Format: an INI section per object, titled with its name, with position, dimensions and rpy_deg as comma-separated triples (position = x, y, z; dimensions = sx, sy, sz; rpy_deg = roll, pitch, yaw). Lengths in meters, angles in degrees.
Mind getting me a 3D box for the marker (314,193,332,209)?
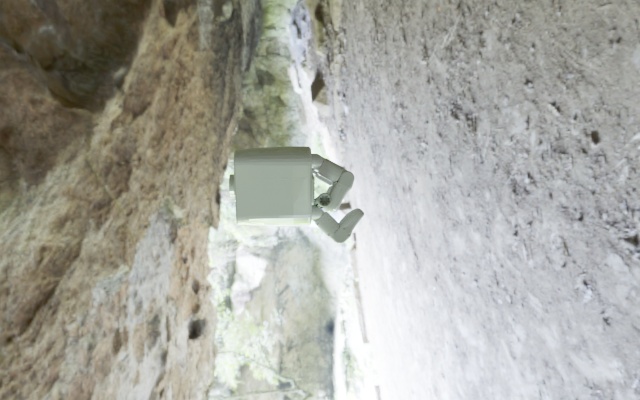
[marker]
position = 0.000, 0.002, 0.679
dimensions = 0.020, 0.020, 0.121
rpy_deg = 0, -3, -5
